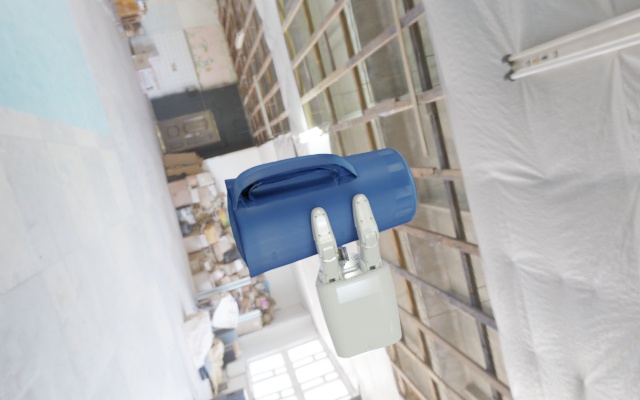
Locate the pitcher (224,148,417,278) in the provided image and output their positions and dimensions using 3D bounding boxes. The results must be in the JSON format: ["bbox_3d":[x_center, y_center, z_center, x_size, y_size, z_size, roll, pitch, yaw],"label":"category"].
[{"bbox_3d":[0.000,0.002,0.633,0.243,0.145,0.149,-16,10,-11],"label":"pitcher"}]
